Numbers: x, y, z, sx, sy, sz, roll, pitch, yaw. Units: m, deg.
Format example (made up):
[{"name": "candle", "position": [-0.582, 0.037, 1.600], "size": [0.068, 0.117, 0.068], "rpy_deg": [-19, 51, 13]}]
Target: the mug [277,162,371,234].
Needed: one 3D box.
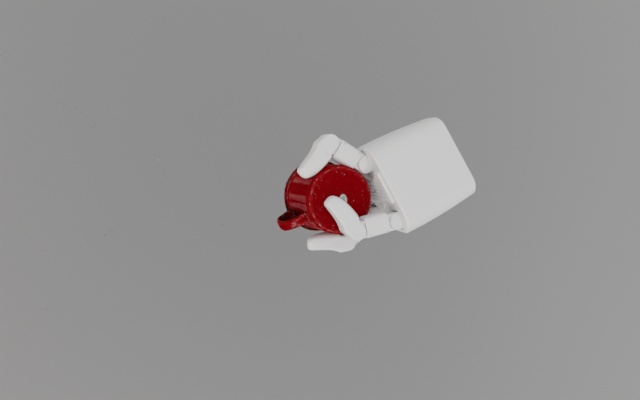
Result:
[{"name": "mug", "position": [-0.001, 0.003, 0.583], "size": [0.117, 0.093, 0.081], "rpy_deg": [-28, 13, -15]}]
